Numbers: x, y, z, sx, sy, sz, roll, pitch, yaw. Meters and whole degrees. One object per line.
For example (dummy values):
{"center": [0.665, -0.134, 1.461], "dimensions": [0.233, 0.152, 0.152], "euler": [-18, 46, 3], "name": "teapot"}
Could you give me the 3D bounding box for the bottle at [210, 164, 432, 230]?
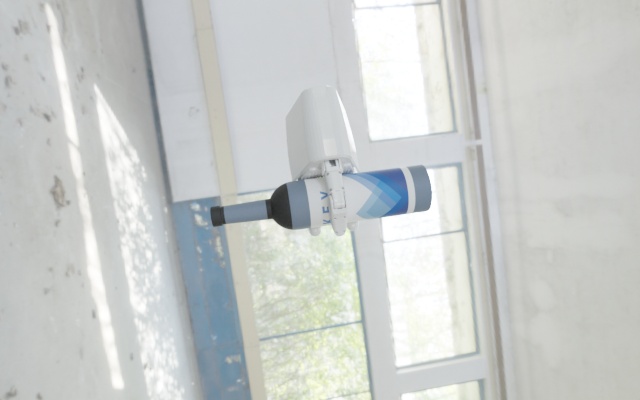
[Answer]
{"center": [0.000, 0.002, 0.653], "dimensions": [0.296, 0.069, 0.069], "euler": [-8, 1, -6], "name": "bottle"}
